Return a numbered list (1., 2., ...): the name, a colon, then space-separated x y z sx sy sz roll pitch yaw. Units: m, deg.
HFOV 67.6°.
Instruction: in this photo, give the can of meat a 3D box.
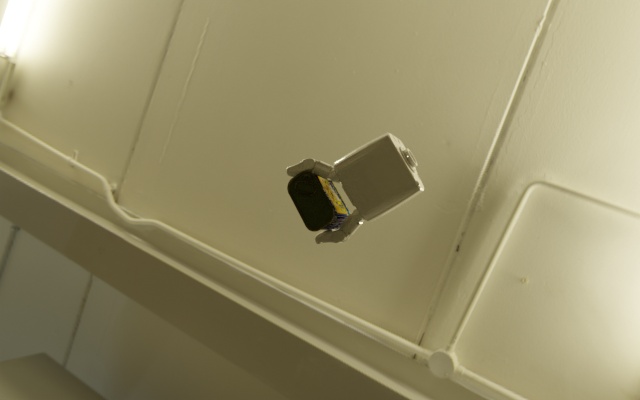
1. can of meat: 0.000 0.003 0.824 0.057 0.102 0.084 -34 -17 19
